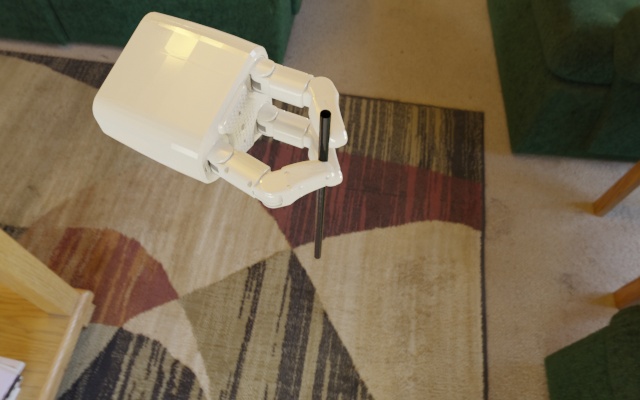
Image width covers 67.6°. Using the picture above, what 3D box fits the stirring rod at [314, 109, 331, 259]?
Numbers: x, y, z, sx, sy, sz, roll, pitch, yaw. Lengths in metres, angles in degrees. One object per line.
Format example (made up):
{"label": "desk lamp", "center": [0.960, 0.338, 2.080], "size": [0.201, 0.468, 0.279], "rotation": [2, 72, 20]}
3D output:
{"label": "stirring rod", "center": [0.000, 0.001, 0.429], "size": [0.011, 0.011, 0.240], "rotation": [0, -30, -2]}
